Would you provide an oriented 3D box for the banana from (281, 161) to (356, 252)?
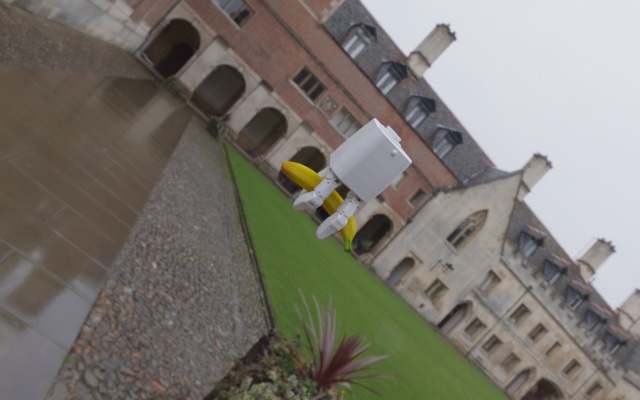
[{"bbox_3d":[0.007,-0.002,0.858,0.037,0.198,0.069,-35,9,27],"label":"banana"}]
